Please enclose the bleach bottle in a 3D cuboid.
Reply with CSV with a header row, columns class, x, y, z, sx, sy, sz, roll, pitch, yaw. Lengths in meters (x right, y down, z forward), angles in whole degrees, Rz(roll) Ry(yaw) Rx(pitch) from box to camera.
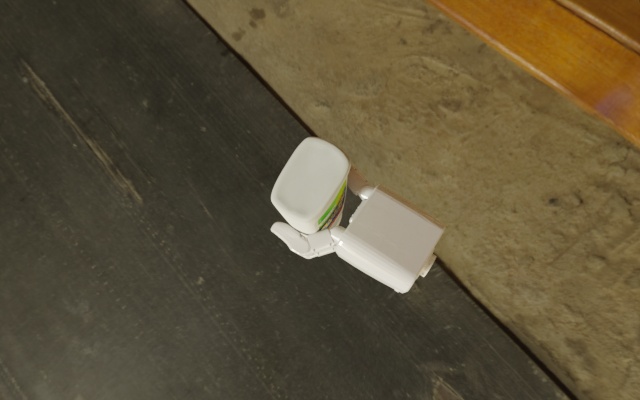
class,x,y,z,sx,sy,sz,roll,pitch,yaw
bleach bottle,0.000,0.002,0.659,0.068,0.102,0.251,31,-7,12
